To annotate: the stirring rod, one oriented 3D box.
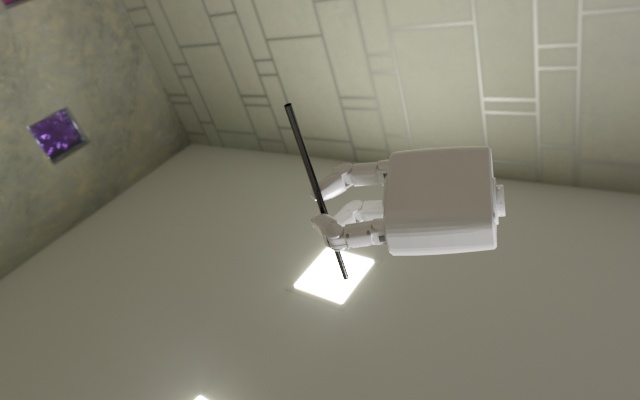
[{"bbox_3d":[0.000,0.002,0.535,0.011,0.240,0.011,-13,33,9],"label":"stirring rod"}]
